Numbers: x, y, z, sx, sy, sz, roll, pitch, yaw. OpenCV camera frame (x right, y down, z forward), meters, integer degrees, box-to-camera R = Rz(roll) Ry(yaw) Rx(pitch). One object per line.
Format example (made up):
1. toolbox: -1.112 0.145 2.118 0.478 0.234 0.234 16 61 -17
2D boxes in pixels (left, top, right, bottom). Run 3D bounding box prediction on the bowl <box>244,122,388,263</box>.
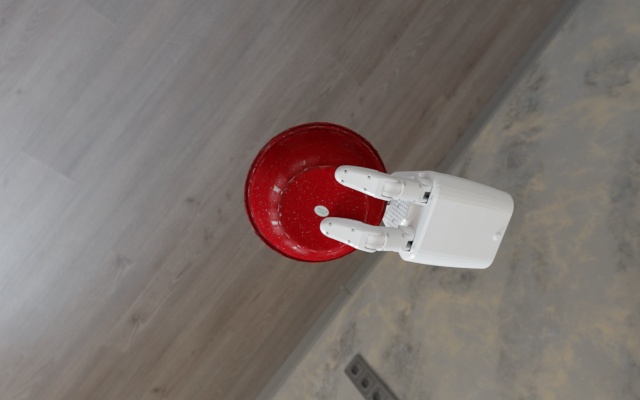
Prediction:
1. bowl: -0.001 0.002 0.503 0.162 0.162 0.055 0 17 -7
